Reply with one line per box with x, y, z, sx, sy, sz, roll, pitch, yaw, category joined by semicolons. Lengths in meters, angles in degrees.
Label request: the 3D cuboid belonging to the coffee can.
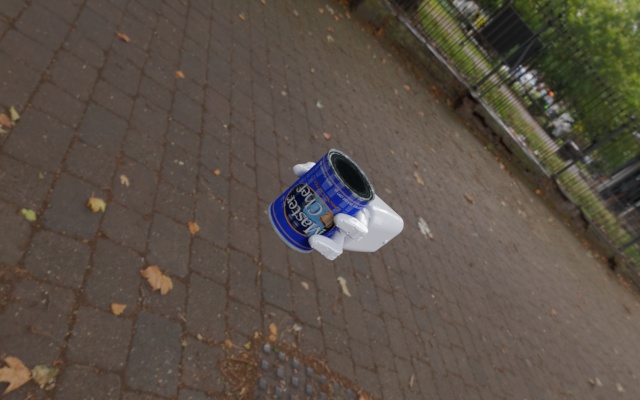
0.000;0.002;0.753;0.140;0.102;0.103;-41;-20;25;coffee can
